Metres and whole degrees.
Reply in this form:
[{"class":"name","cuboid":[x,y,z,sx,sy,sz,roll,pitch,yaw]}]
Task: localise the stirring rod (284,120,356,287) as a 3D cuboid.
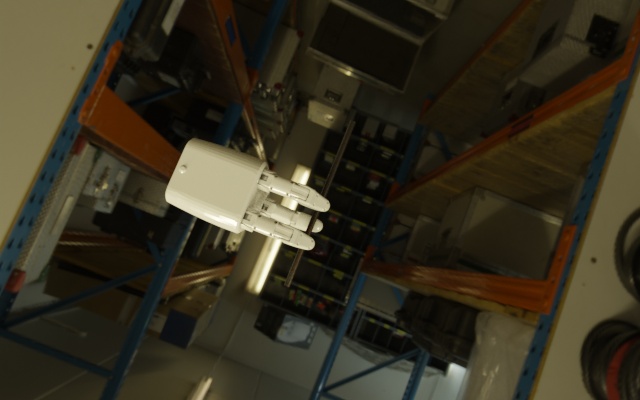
[{"class":"stirring rod","cuboid":[0.000,0.002,0.642,0.011,0.239,0.011,22,-7,3]}]
